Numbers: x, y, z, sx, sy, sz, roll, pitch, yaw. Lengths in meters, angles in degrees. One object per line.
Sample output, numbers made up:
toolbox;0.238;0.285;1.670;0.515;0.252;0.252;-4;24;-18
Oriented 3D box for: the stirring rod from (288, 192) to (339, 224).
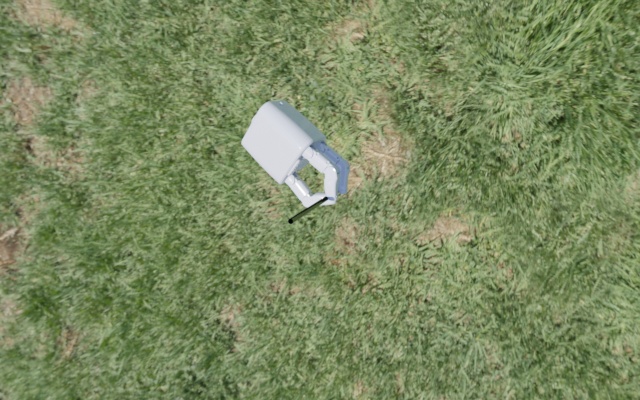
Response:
stirring rod;0.000;0.002;0.779;0.011;0.011;0.239;0;13;21
